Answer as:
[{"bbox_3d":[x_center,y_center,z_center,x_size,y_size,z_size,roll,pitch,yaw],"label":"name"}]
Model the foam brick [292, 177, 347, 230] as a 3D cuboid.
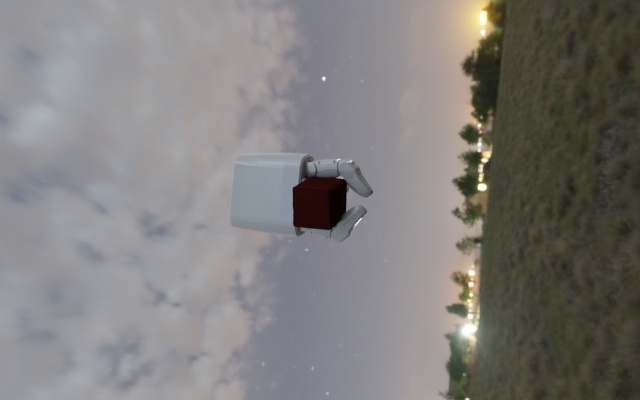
[{"bbox_3d":[0.000,0.002,0.626,0.051,0.053,0.078,5,14,17],"label":"foam brick"}]
